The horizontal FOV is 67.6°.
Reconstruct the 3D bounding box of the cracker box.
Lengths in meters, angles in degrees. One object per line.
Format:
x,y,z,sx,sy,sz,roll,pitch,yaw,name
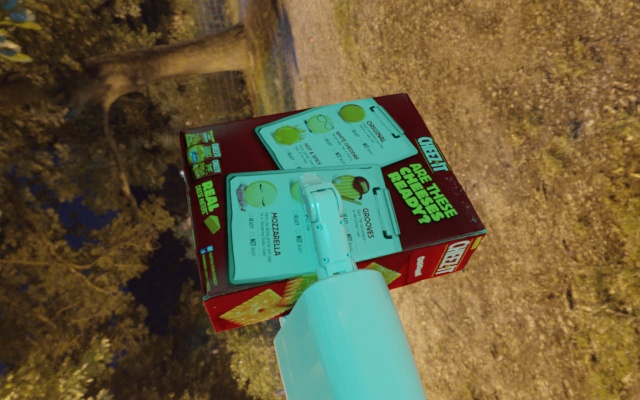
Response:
0.000,0.001,0.406,0.213,0.164,0.072,-12,-35,-11,cracker box
